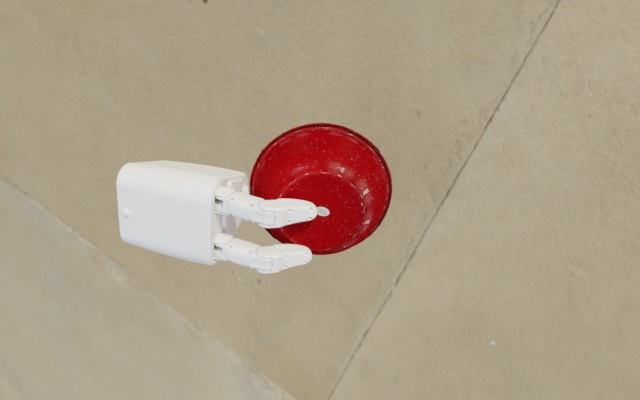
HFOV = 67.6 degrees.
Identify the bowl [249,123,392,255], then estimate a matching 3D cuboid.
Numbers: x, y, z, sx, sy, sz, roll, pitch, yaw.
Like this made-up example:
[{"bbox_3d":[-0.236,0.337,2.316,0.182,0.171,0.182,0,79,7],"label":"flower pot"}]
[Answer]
[{"bbox_3d":[0.001,0.002,0.516,0.162,0.162,0.055,0,26,0],"label":"bowl"}]
